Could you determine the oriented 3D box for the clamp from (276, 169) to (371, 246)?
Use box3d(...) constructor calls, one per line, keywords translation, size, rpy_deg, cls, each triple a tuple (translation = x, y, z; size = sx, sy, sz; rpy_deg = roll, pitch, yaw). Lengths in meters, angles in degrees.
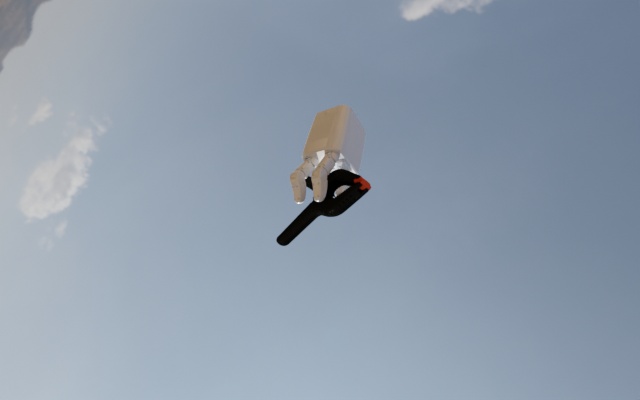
box3d(translation=(0.001, 0.003, 0.885), size=(0.210, 0.164, 0.036), rpy_deg=(-10, -34, 44), cls="clamp")
